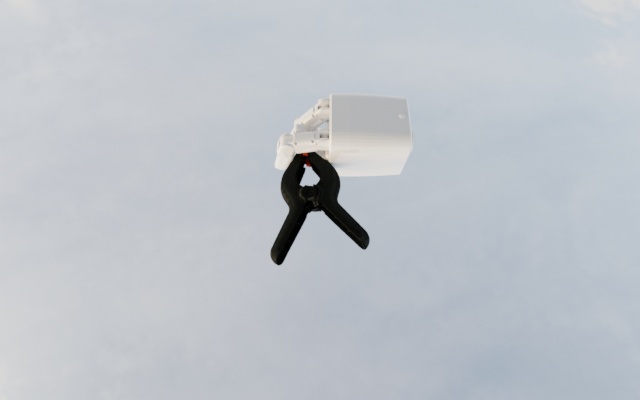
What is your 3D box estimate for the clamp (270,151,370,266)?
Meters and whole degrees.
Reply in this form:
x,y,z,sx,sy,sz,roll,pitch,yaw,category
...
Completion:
x,y,z,sx,sy,sz,roll,pitch,yaw,category
0.000,0.002,0.612,0.120,0.171,0.039,0,-31,2,clamp
